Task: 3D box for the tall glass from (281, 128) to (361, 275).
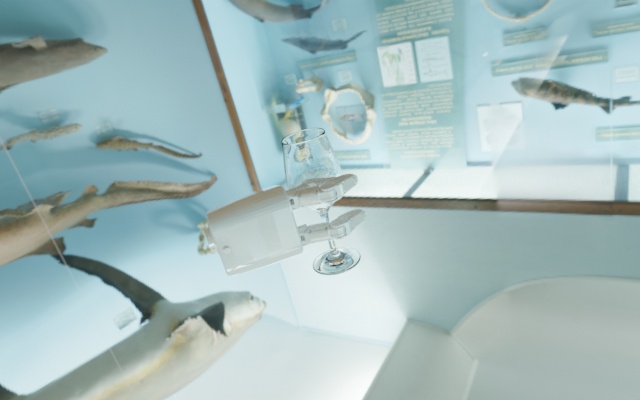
[{"bbox_3d":[0.000,0.003,0.677,0.079,0.201,0.079,-13,23,5],"label":"tall glass"}]
